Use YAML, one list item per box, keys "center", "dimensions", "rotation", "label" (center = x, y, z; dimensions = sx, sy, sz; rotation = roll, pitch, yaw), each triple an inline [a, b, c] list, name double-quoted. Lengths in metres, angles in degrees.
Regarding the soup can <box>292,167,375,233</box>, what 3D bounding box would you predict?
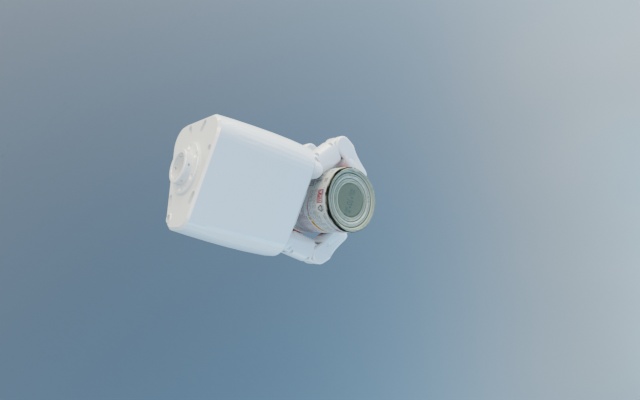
- center: [0.001, 0.002, 0.515]
  dimensions: [0.068, 0.068, 0.102]
  rotation: [0, -3, -40]
  label: "soup can"
